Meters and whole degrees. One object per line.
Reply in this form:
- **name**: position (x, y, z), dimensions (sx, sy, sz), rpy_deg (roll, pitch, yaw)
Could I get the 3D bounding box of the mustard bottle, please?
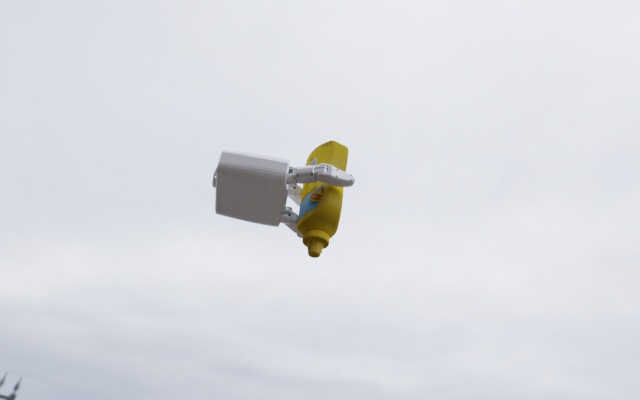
- **mustard bottle**: position (0.000, 0.002, 0.757), dimensions (0.058, 0.191, 0.096), rpy_deg (24, -38, -23)
